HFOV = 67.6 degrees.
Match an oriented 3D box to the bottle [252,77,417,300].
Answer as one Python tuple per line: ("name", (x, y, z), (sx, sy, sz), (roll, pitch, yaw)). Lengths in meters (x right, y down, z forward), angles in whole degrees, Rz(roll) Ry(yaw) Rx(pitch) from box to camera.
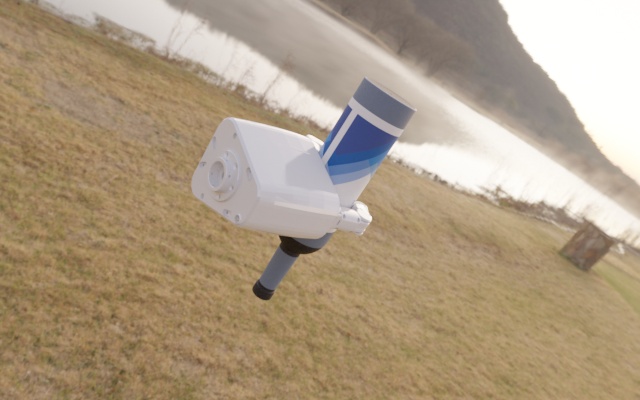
("bottle", (0.000, 0.002, 0.559), (0.069, 0.296, 0.069), (29, 20, -12))
